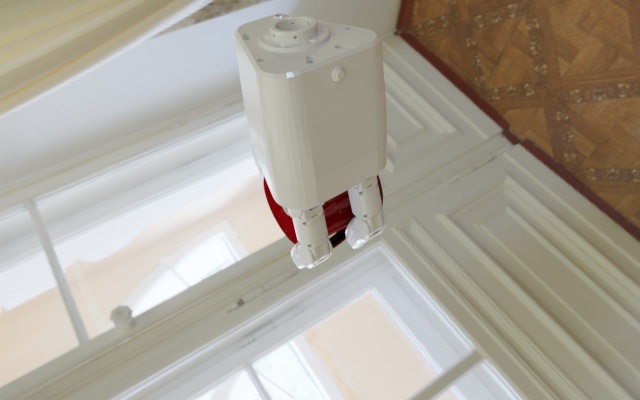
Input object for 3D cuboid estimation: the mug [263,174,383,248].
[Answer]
[{"bbox_3d":[0.000,0.003,0.461,0.081,0.117,0.093,-26,42,-22],"label":"mug"}]
